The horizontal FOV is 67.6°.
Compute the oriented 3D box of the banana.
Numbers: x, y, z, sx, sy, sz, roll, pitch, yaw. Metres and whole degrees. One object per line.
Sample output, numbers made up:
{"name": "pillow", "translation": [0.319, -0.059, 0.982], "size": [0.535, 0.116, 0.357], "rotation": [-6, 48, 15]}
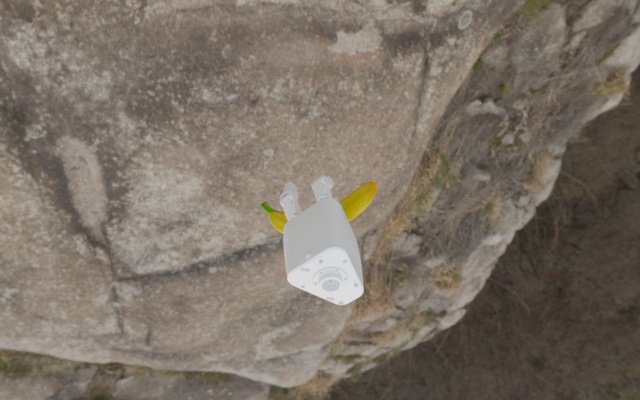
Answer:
{"name": "banana", "translation": [0.001, 0.021, 0.779], "size": [0.198, 0.070, 0.037], "rotation": [-11, 16, 9]}
